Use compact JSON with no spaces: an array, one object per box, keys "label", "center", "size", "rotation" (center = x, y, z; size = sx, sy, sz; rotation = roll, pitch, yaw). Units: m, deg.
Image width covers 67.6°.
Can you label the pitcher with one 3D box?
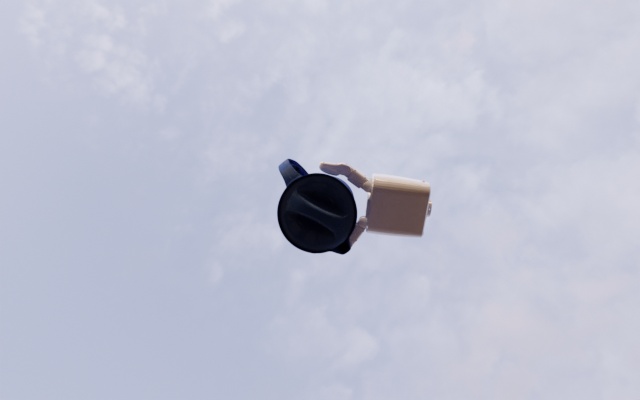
[{"label":"pitcher","center":[0.000,0.003,0.893],"size":[0.145,0.149,0.243],"rotation":[7,6,5]}]
